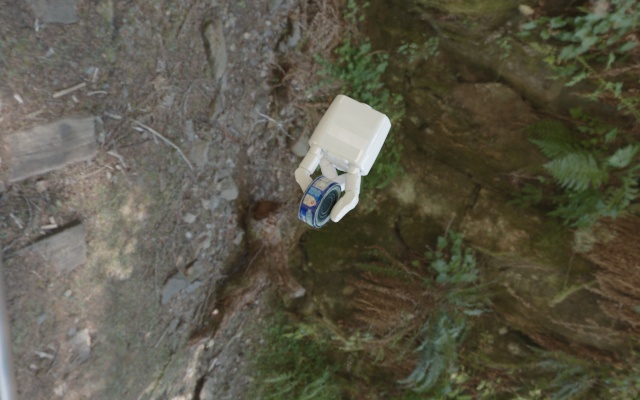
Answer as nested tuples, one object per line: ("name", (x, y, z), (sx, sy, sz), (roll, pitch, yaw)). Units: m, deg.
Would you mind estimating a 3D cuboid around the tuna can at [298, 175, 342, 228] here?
("tuna can", (0.001, 0.003, 0.808), (0.033, 0.086, 0.086), (28, 11, 22))
